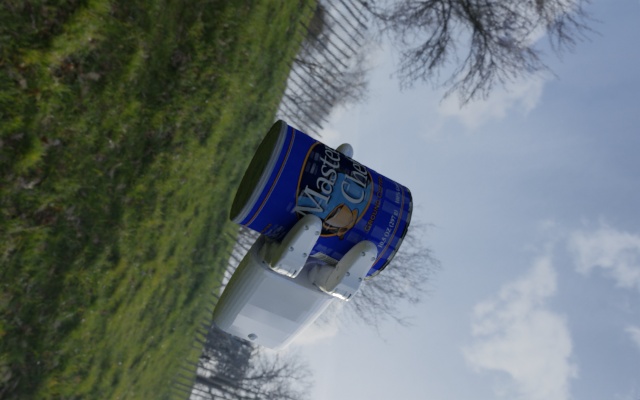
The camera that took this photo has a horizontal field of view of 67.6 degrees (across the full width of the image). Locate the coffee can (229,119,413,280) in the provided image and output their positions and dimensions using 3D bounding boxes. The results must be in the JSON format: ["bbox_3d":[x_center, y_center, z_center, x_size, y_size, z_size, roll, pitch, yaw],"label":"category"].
[{"bbox_3d":[0.000,0.001,0.452,0.140,0.103,0.103,26,-8,-16],"label":"coffee can"}]
